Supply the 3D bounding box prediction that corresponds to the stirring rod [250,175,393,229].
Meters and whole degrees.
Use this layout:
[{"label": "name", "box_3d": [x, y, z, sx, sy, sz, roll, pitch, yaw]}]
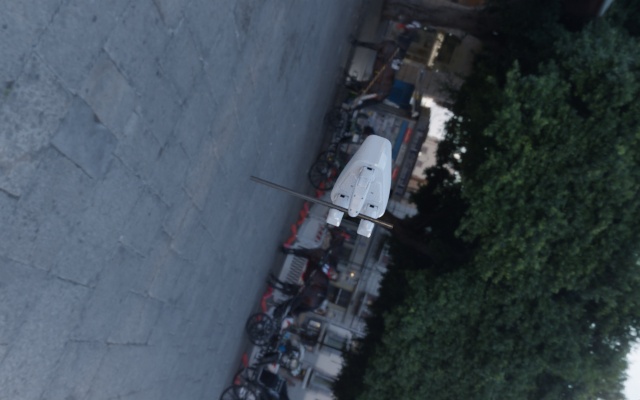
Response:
[{"label": "stirring rod", "box_3d": [0.000, 0.002, 0.761, 0.239, 0.011, 0.011, 19, 2, 5]}]
